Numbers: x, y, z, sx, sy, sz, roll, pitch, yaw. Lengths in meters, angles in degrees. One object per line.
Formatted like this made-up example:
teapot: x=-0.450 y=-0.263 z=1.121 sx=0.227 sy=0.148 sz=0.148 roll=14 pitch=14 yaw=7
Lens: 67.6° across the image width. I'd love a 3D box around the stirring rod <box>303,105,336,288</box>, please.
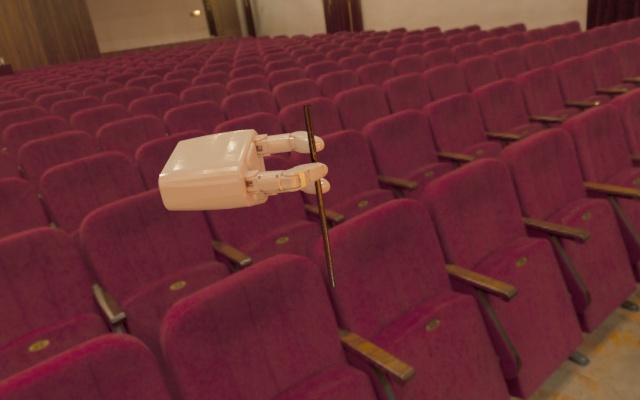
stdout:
stirring rod: x=0.000 y=0.002 z=0.597 sx=0.011 sy=0.240 sz=0.011 roll=-7 pitch=20 yaw=3
